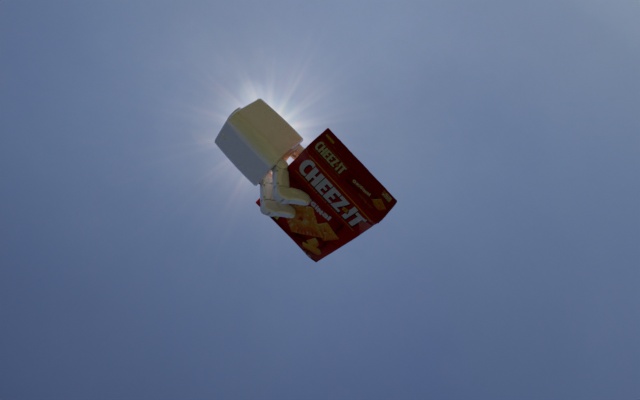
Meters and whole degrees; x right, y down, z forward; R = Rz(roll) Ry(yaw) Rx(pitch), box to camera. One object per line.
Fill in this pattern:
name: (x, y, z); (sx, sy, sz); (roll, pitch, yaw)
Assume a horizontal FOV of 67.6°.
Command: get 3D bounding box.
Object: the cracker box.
cracker box: (0.000, 0.003, 0.820); (0.072, 0.164, 0.214); (-47, 4, -37)
